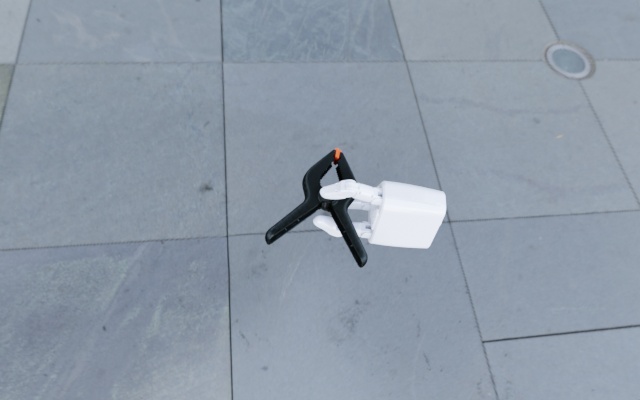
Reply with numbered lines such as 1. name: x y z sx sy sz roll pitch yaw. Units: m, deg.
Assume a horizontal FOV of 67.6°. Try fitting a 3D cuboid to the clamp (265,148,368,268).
1. clamp: 0.001 0.002 0.791 0.164 0.209 0.036 9 -30 -7
